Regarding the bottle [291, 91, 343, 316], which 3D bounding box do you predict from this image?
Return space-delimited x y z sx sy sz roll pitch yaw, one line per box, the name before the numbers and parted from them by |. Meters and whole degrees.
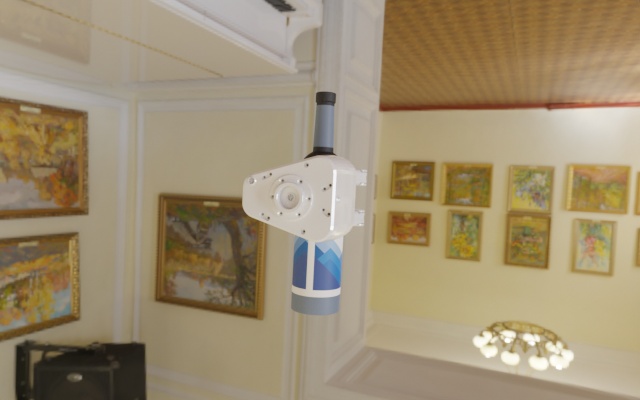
bottle | 0.000 0.002 0.650 0.069 0.296 0.069 3 2 0
